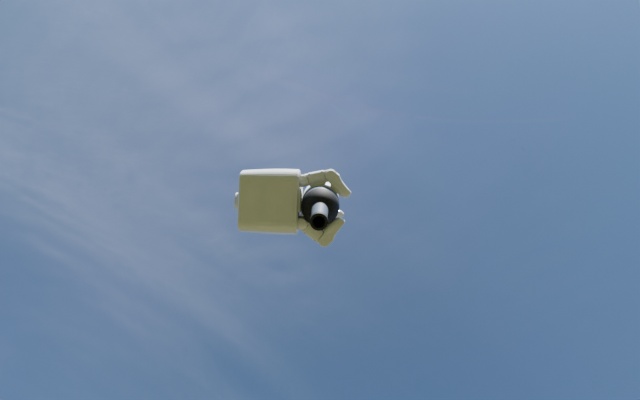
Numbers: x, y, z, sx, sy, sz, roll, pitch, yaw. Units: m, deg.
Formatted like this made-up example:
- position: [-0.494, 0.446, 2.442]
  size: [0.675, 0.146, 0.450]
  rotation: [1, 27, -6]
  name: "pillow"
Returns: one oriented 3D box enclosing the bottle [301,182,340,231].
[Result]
- position: [0.000, 0.003, 0.856]
  size: [0.069, 0.069, 0.295]
  rotation: [0, 12, 1]
  name: "bottle"
